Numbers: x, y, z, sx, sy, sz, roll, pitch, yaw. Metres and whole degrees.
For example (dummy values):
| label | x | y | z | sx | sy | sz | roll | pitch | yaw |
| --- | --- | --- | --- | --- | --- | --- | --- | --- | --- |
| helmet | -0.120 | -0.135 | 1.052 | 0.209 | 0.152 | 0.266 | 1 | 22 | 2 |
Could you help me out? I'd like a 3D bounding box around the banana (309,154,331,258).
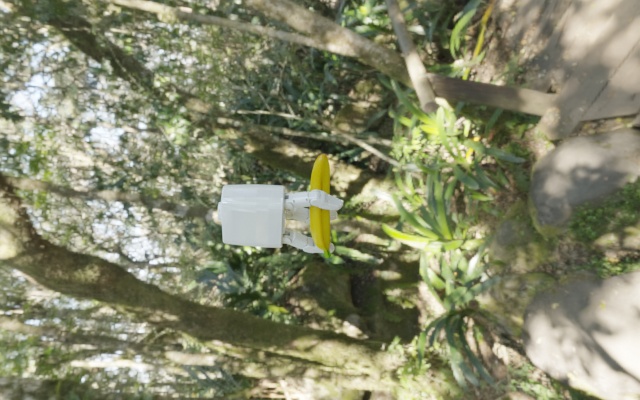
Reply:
| label | x | y | z | sx | sy | sz | roll | pitch | yaw |
| --- | --- | --- | --- | --- | --- | --- | --- | --- | --- |
| banana | -0.001 | 0.002 | 0.863 | 0.037 | 0.197 | 0.070 | -1 | -14 | 2 |
